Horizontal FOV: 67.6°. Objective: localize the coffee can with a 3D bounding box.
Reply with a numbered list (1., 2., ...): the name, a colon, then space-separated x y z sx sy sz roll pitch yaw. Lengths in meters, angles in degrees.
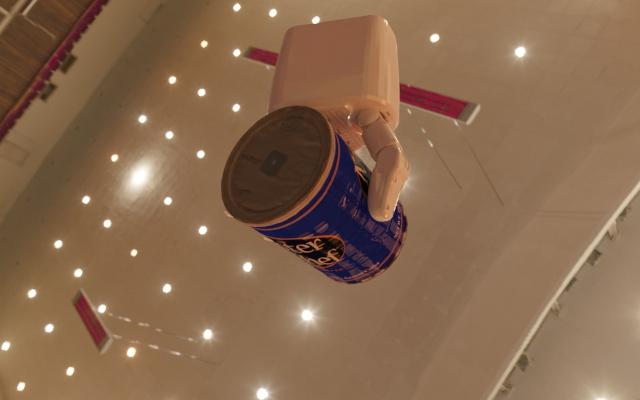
1. coffee can: 0.000 0.001 0.410 0.103 0.102 0.140 0 -26 35
